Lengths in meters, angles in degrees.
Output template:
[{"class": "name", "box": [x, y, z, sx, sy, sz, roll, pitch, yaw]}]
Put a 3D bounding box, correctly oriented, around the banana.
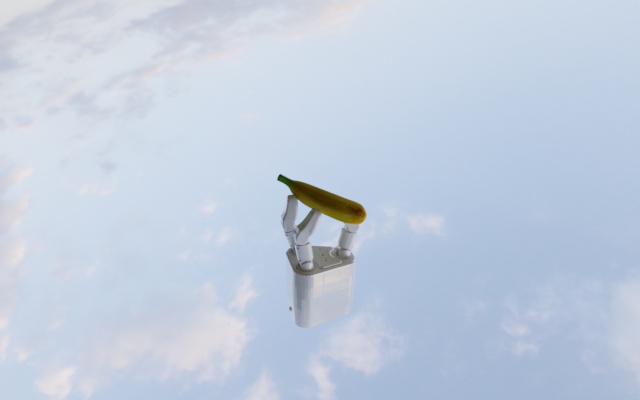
[{"class": "banana", "box": [0.011, 0.005, 0.723, 0.069, 0.037, 0.197, 17, 4, -44]}]
